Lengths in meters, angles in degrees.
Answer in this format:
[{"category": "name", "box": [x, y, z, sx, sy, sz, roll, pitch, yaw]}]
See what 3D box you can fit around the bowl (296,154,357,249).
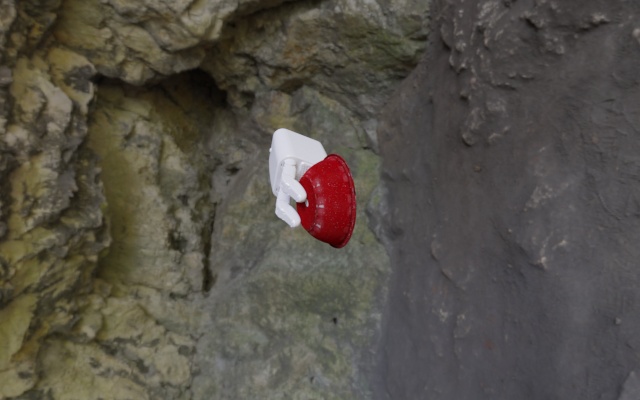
[{"category": "bowl", "box": [0.000, 0.003, 0.799, 0.055, 0.162, 0.162, -4, 1, -24]}]
